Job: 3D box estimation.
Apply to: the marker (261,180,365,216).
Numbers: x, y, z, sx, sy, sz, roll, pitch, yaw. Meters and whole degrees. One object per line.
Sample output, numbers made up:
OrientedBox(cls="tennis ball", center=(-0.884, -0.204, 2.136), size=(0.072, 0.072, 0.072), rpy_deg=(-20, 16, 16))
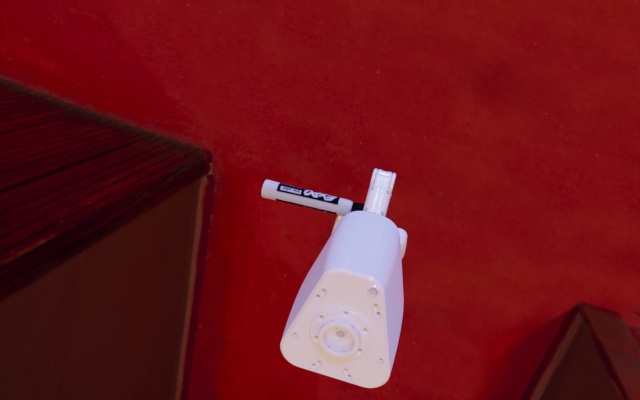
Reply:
OrientedBox(cls="marker", center=(0.000, 0.002, 0.484), size=(0.121, 0.020, 0.020), rpy_deg=(14, 2, 8))
